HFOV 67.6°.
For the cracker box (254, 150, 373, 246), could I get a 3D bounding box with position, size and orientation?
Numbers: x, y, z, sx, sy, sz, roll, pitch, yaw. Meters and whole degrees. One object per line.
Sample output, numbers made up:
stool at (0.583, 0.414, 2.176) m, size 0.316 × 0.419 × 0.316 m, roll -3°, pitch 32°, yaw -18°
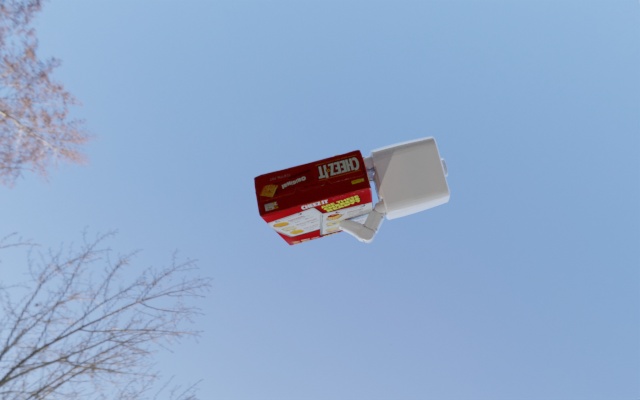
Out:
cracker box at (0.000, 0.003, 0.777) m, size 0.164 × 0.072 × 0.214 m, roll -15°, pitch -18°, yaw 4°
